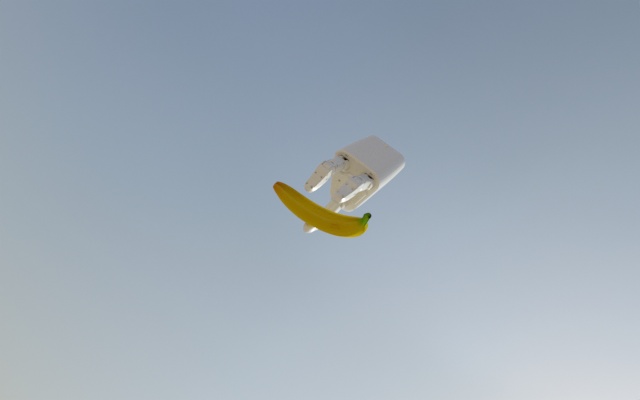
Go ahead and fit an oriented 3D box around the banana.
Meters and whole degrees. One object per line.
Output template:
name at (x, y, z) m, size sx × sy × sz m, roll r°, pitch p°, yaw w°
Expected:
banana at (0.004, 0.020, 0.776) m, size 0.197 × 0.070 × 0.037 m, roll 18°, pitch 37°, yaw 33°
